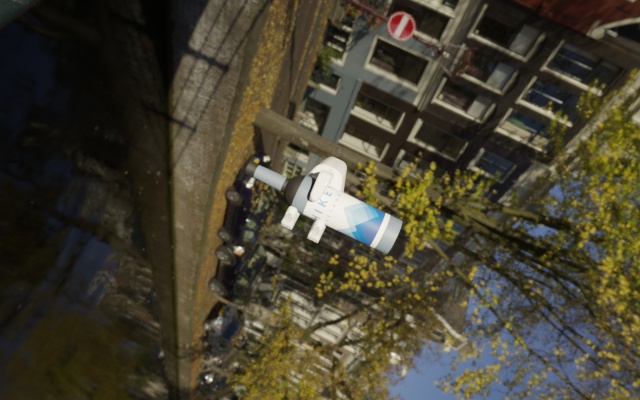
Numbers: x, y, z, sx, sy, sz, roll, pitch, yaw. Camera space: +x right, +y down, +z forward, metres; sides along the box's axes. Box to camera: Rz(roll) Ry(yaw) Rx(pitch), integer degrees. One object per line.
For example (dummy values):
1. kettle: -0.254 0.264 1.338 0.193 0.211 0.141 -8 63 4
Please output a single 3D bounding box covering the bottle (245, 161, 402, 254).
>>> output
1. bottle: 0.000 0.003 0.865 0.295 0.069 0.069 26 1 3
